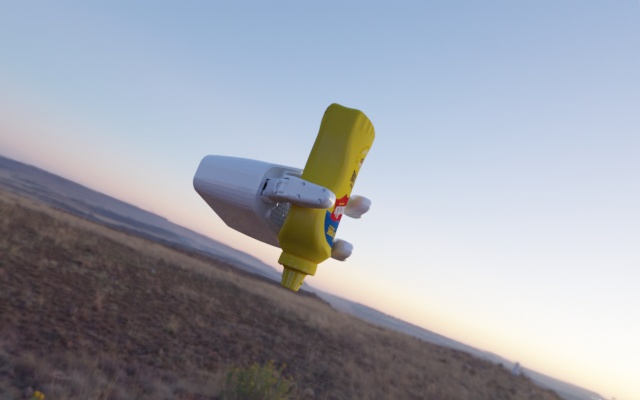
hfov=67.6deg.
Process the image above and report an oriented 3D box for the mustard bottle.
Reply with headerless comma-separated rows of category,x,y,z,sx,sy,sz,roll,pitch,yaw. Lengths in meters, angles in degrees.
mustard bottle,0.000,0.001,0.503,0.058,0.191,0.096,19,-10,11
